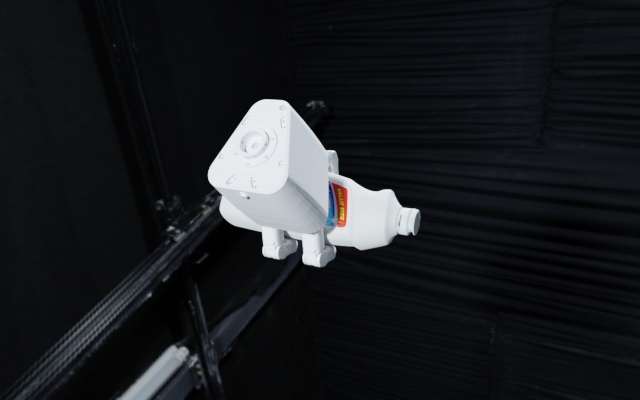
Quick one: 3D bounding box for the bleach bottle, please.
[{"bbox_3d":[0.000,0.002,0.599,0.251,0.102,0.068,8,-21,25],"label":"bleach bottle"}]
